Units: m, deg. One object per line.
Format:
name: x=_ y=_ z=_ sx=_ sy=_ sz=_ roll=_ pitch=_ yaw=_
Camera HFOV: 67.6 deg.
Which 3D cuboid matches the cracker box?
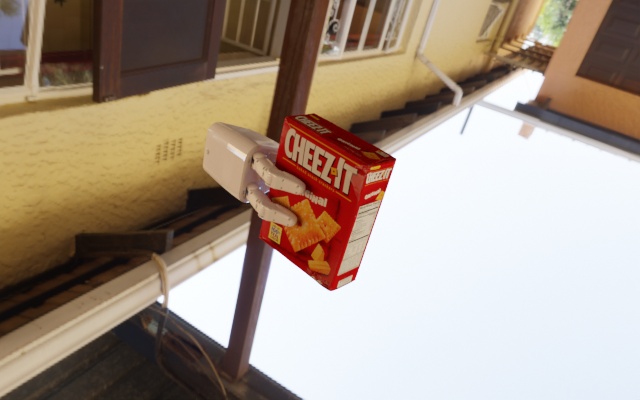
cracker box: x=0.000 y=0.002 z=0.708 sx=0.164 sy=0.214 sz=0.072 roll=34 pitch=33 yaw=31
